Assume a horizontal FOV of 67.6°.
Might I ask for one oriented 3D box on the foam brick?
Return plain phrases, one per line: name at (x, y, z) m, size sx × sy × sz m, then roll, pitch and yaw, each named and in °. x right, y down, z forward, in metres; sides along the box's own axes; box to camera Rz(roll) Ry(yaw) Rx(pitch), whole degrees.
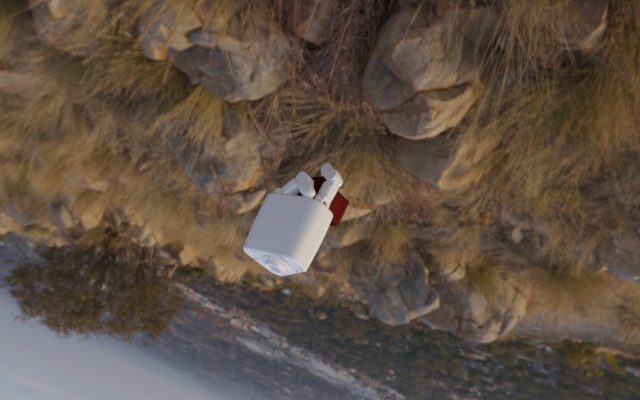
foam brick at (0.000, 0.003, 0.817) m, size 0.053 × 0.051 × 0.078 m, roll -4°, pitch -38°, yaw 45°
